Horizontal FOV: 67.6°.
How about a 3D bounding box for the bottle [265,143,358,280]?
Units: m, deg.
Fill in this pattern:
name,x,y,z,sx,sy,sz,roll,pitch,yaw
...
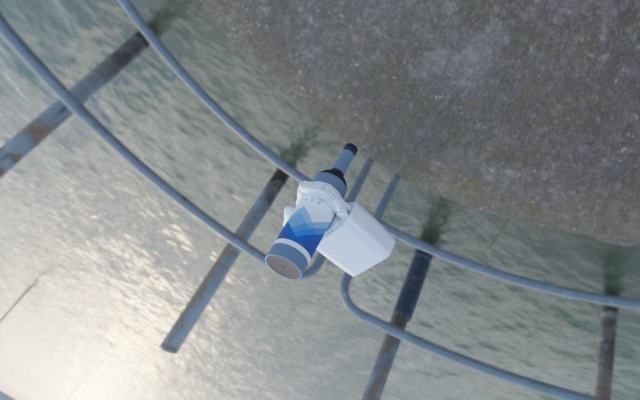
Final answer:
name,x,y,z,sx,sy,sz,roll,pitch,yaw
bottle,0.000,0.003,0.851,0.069,0.295,0.069,19,-36,15
